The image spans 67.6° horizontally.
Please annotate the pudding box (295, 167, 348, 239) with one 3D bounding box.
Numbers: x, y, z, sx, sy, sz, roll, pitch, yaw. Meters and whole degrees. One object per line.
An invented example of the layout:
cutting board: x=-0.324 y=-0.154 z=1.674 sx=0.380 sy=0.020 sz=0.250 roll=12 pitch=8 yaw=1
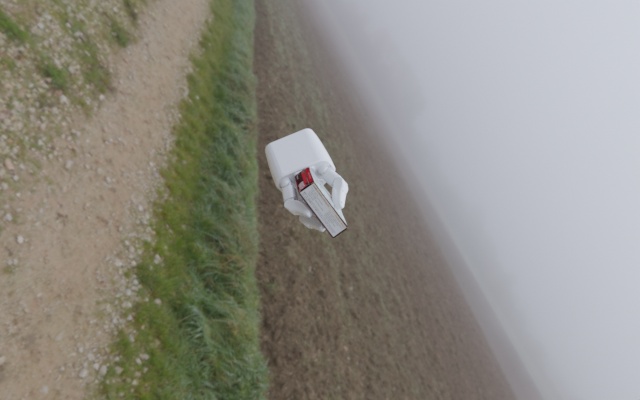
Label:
pudding box: x=0.000 y=0.003 z=0.863 sx=0.039 sy=0.113 sz=0.090 roll=-36 pitch=21 yaw=8
